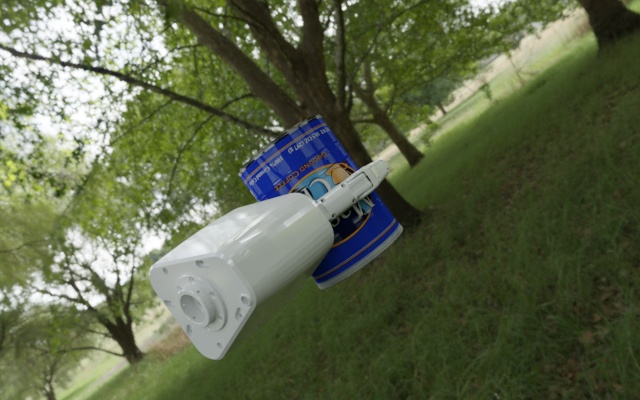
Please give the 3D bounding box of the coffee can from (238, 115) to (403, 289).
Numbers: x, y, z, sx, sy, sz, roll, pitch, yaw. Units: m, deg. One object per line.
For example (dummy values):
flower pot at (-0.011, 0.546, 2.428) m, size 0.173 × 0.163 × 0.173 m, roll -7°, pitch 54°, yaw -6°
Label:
coffee can at (0.000, 0.002, 0.477) m, size 0.103 × 0.140 × 0.103 m, roll -36°, pitch 0°, yaw 0°
